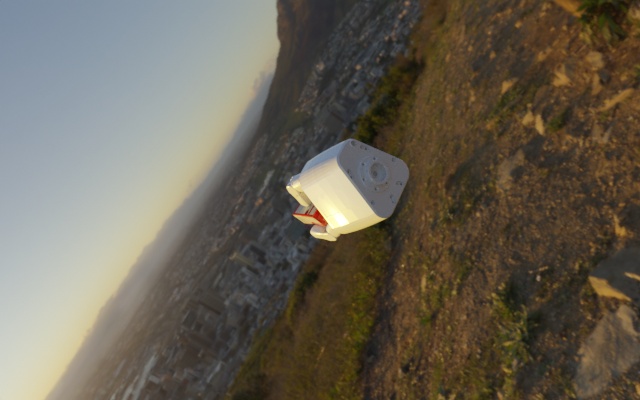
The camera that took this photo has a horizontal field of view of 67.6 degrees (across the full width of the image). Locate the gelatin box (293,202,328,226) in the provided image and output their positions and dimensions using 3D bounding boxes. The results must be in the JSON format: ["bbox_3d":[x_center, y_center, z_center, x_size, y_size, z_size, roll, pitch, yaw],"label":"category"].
[{"bbox_3d":[0.000,0.002,0.772,0.030,0.073,0.089,38,-14,-20],"label":"gelatin box"}]
